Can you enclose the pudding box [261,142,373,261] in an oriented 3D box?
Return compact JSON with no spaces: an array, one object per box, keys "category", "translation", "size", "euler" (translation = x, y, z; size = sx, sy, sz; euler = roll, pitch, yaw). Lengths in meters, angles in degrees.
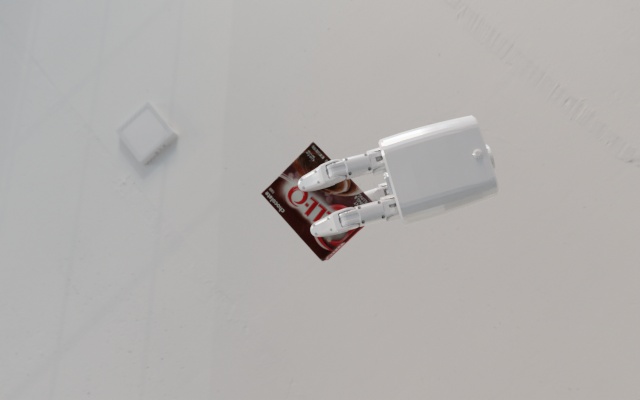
[{"category":"pudding box","translation":[0.000,0.002,0.568],"size":[0.090,0.113,0.039],"euler":[-44,-15,5]}]
